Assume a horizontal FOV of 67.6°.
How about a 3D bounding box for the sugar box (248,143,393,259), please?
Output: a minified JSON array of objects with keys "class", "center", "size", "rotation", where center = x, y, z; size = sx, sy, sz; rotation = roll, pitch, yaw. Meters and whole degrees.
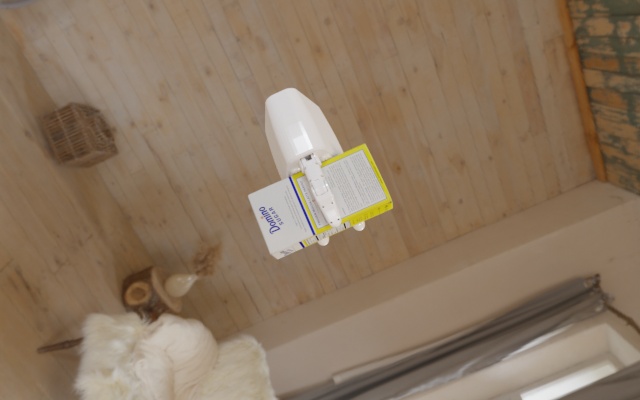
[{"class":"sugar box","center":[0.000,0.002,0.651],"size":[0.176,0.093,0.048],"rotation":[-24,-20,2]}]
